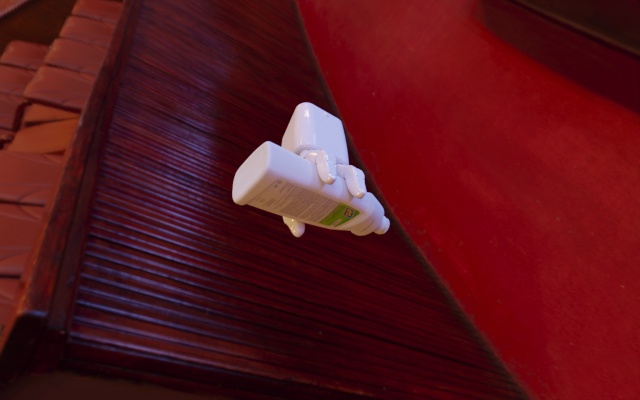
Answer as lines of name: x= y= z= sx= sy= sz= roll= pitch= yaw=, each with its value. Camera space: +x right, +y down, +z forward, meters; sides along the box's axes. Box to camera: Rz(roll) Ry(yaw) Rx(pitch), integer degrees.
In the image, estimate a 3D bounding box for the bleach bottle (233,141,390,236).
bleach bottle: x=0.000 y=0.002 z=0.727 sx=0.251 sy=0.068 sz=0.103 roll=24 pitch=-46 yaw=-31
